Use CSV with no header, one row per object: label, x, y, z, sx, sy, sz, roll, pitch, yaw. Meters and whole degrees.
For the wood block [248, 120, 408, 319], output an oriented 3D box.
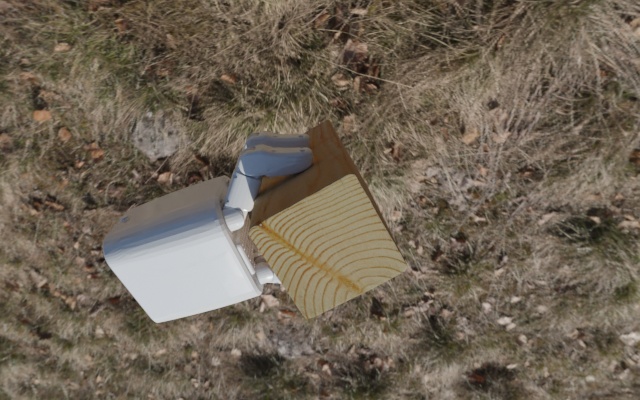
wood block,0.000,0.002,0.443,0.090,0.091,0.206,-28,20,6
